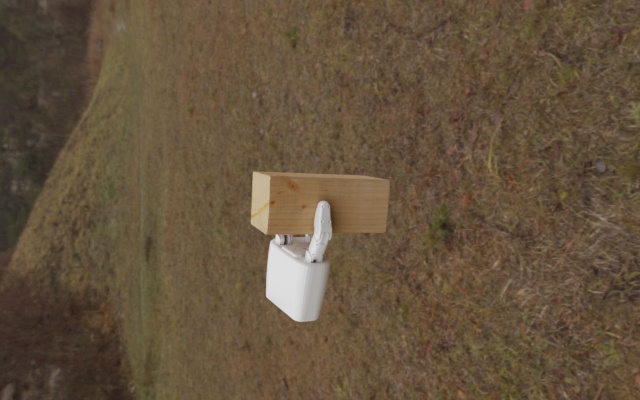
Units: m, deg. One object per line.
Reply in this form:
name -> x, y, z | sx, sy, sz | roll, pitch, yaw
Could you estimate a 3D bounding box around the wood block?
wood block -> 0.000, 0.003, 0.781 | 0.206, 0.090, 0.091 | 0, 8, -24
